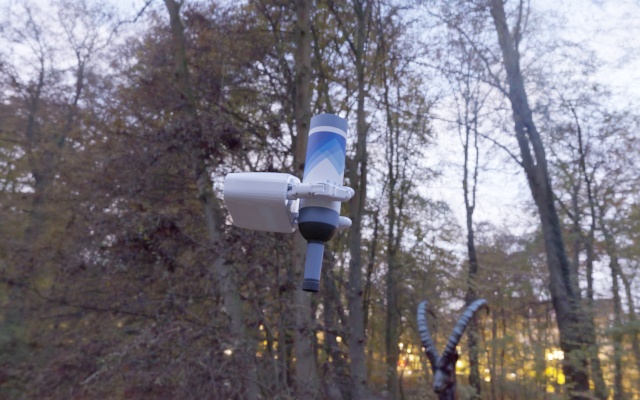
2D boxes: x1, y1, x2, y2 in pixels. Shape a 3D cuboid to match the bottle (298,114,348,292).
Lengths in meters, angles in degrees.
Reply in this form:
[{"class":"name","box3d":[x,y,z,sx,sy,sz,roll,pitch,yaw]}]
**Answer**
[{"class":"bottle","box3d":[0.000,0.002,0.790,0.069,0.295,0.069,6,-19,2]}]
